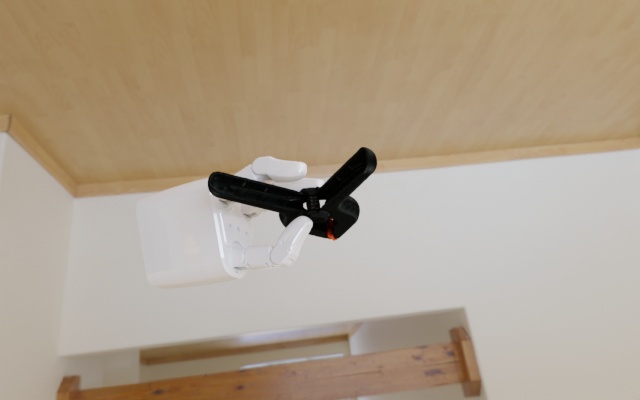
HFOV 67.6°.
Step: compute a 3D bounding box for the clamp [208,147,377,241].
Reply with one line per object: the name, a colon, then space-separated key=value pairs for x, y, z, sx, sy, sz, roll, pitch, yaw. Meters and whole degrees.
clamp: x=0.000 y=0.003 z=0.525 sx=0.164 sy=0.036 sz=0.210 roll=-10 pitch=-22 yaw=18
